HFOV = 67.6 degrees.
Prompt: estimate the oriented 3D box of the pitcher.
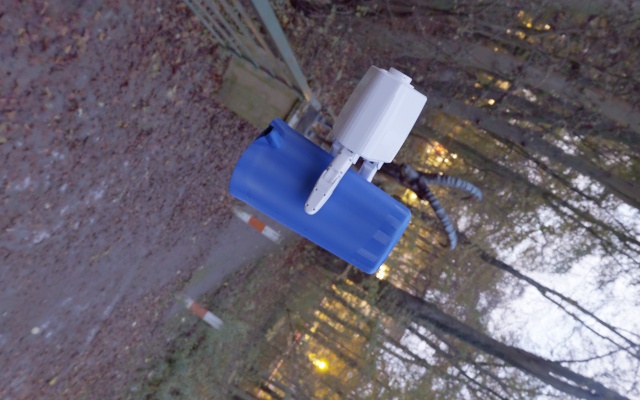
[{"bbox_3d":[0.000,0.002,0.695,0.243,0.145,0.149,33,15,7],"label":"pitcher"}]
